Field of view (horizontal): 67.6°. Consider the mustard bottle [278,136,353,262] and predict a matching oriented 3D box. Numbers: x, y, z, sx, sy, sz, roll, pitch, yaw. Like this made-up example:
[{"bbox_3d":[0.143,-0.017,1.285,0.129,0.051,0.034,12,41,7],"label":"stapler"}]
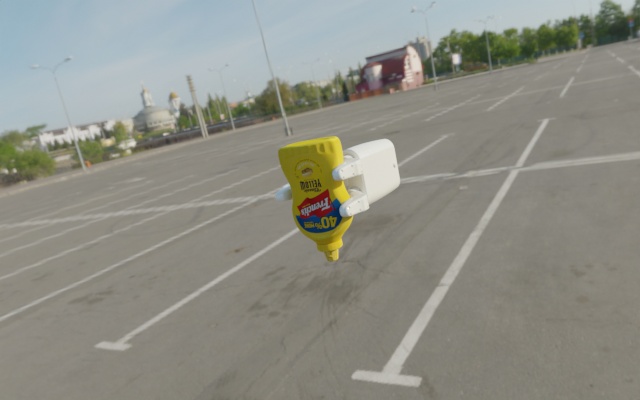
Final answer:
[{"bbox_3d":[0.000,0.002,0.741,0.096,0.192,0.058,-7,13,21],"label":"mustard bottle"}]
